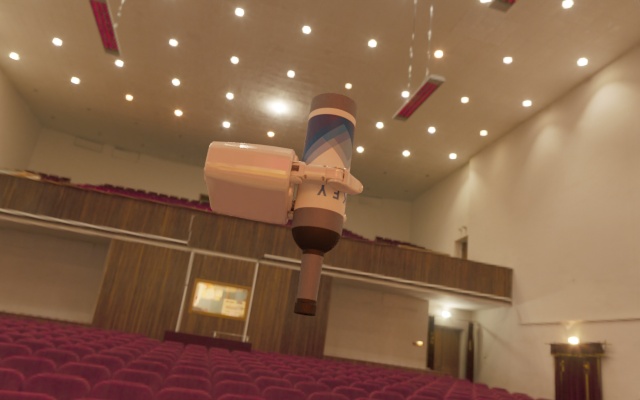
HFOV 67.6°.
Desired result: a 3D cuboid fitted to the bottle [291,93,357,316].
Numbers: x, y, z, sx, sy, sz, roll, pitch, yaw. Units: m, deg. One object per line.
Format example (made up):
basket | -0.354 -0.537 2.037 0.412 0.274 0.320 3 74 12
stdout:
bottle | 0.000 0.002 0.634 0.069 0.295 0.069 7 -18 2
